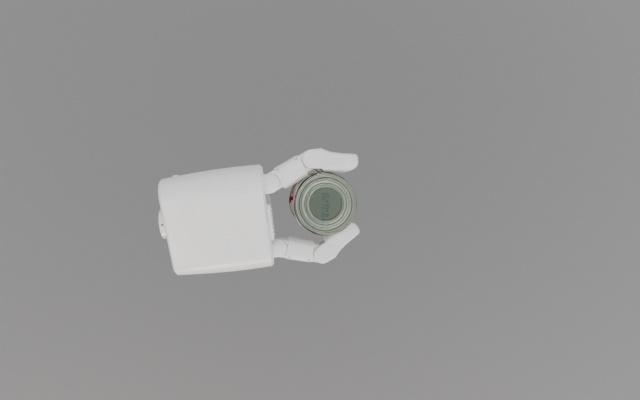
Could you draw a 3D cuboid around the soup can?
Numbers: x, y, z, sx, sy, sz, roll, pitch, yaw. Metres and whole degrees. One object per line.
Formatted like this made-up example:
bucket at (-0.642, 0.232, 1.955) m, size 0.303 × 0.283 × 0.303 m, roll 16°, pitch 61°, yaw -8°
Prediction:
soup can at (0.001, 0.002, 0.542) m, size 0.068 × 0.068 × 0.102 m, roll 0°, pitch 2°, yaw -6°
